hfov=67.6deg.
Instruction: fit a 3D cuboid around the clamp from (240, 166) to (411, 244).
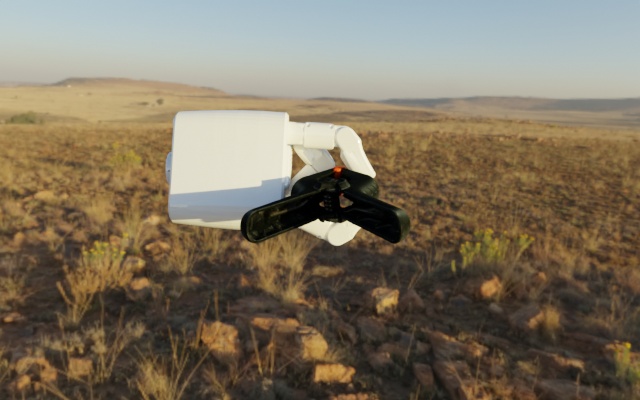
[{"bbox_3d":[0.000,0.001,0.403,0.120,0.039,0.171,3,12,-3],"label":"clamp"}]
